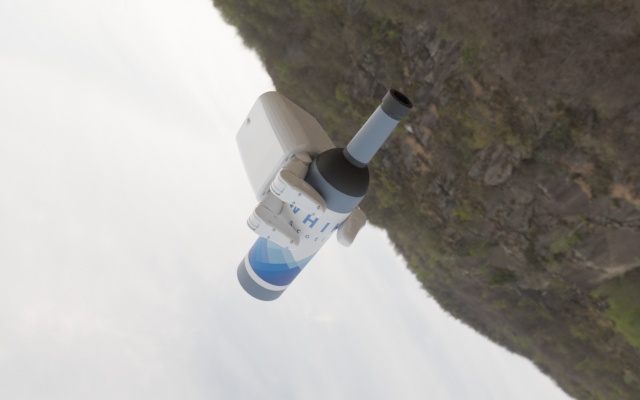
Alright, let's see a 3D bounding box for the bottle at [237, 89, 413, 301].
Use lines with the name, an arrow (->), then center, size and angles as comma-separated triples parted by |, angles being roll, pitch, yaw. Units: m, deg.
bottle -> 0.000, 0.002, 0.529 | 0.069, 0.069, 0.296 | 0, -42, -44
